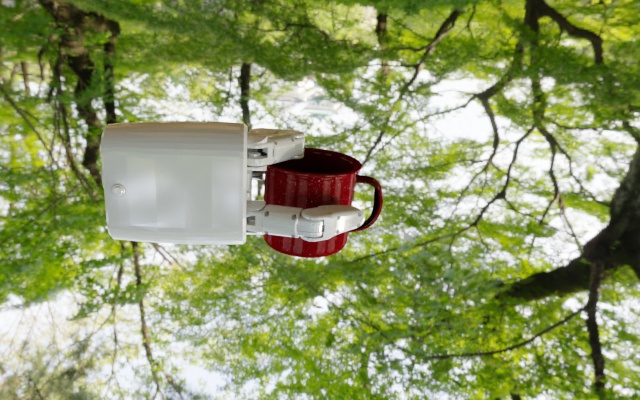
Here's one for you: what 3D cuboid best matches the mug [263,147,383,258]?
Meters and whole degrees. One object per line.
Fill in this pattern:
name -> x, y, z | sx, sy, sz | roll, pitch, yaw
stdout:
mug -> 0.001, 0.002, 0.447 | 0.117, 0.081, 0.093 | 2, 20, -7
